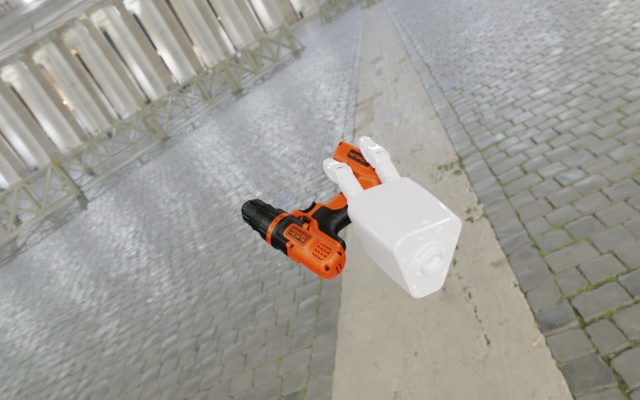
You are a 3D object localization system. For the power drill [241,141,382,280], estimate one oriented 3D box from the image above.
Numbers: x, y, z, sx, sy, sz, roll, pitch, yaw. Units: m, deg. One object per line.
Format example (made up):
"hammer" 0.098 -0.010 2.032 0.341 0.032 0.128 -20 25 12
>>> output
"power drill" 0.001 0.002 0.682 0.184 0.187 0.057 31 -21 30
